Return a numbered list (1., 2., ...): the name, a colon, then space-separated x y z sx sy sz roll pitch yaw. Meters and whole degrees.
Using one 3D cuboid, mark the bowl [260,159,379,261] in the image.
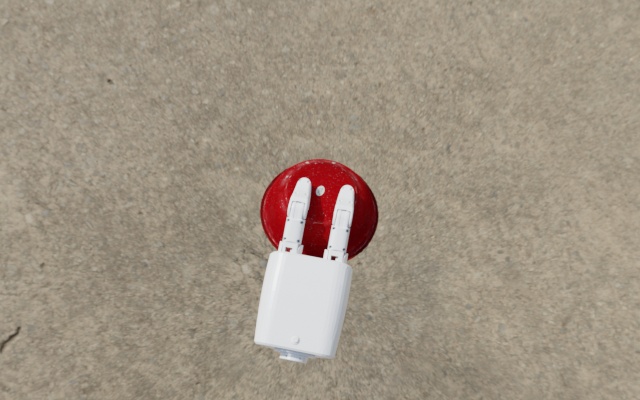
1. bowl: 0.000 0.001 0.628 0.162 0.162 0.055 0 -29 -3
